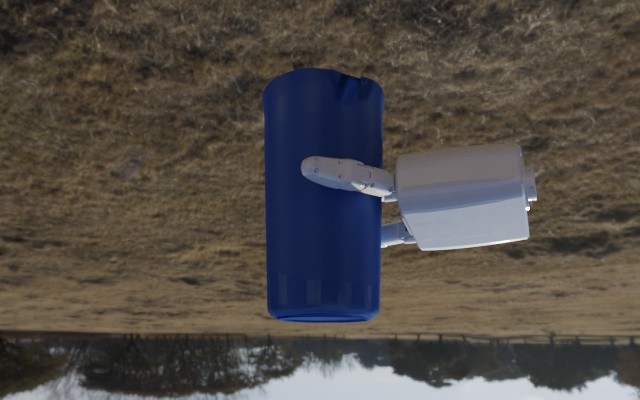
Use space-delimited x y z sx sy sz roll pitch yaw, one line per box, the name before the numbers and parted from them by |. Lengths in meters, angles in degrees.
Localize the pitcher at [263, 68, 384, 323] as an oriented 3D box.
pitcher | 0.000 0.002 0.500 0.145 0.242 0.149 -7 -19 23
